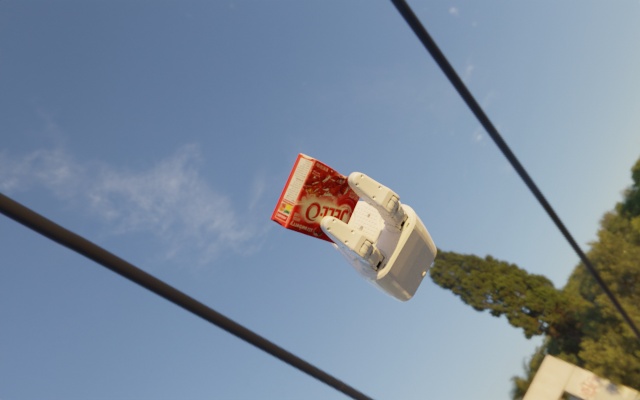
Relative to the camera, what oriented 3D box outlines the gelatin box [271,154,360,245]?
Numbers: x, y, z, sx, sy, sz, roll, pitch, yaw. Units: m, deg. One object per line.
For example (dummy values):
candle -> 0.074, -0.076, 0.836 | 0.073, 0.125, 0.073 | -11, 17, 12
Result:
gelatin box -> 0.000, 0.001, 0.497 | 0.030, 0.073, 0.089 | 25, 1, 43
